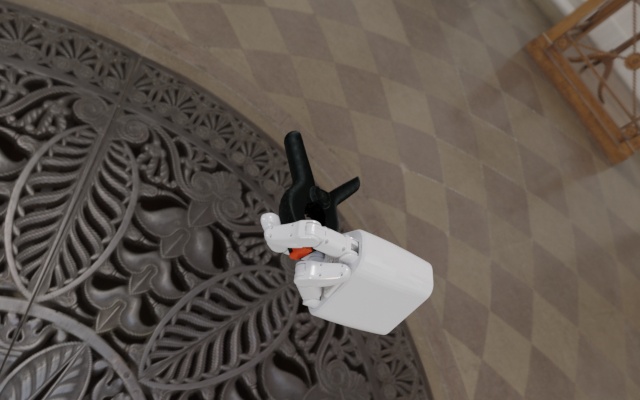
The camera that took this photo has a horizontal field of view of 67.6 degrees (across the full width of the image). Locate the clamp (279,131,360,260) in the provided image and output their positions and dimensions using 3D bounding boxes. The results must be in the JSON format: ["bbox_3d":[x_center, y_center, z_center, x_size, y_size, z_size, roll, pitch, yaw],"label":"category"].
[{"bbox_3d":[0.000,0.002,0.578,0.120,0.171,0.039,24,-40,-23],"label":"clamp"}]
